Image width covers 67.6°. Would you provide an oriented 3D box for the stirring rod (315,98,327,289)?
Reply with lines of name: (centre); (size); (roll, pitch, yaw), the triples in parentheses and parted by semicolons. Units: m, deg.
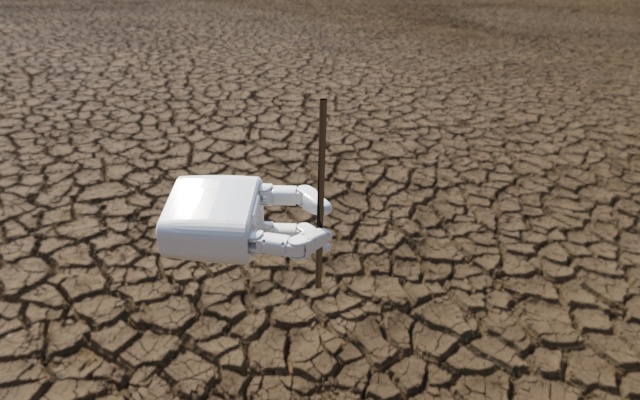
stirring rod: (0.000, 0.002, 0.554); (0.011, 0.240, 0.011); (1, 26, -1)
